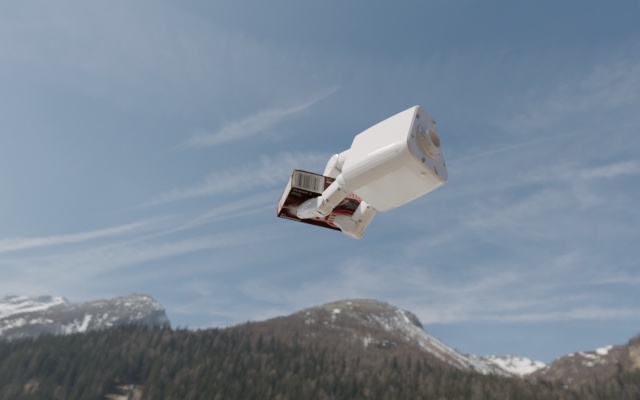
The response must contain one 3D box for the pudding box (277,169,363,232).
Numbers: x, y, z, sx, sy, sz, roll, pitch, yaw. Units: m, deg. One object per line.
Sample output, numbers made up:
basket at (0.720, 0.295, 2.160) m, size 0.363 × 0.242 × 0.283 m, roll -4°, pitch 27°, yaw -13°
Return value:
pudding box at (0.000, 0.002, 0.715) m, size 0.113 × 0.039 × 0.090 m, roll 15°, pitch -35°, yaw -11°
